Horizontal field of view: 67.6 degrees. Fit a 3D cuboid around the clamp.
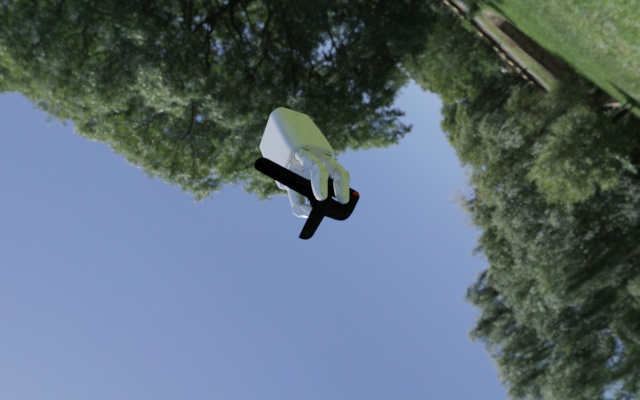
[{"bbox_3d":[0.000,0.003,0.807,0.210,0.164,0.036,8,-47,-45],"label":"clamp"}]
